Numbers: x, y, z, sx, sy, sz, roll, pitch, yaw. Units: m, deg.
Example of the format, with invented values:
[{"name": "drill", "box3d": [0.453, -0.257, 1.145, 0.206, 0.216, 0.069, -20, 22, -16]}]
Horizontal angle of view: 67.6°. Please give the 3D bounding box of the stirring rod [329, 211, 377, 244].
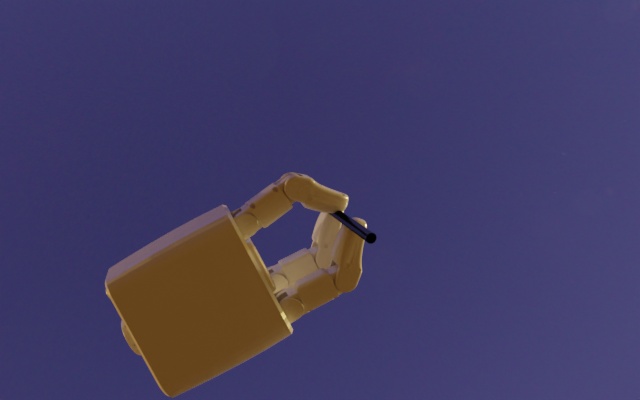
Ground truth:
[{"name": "stirring rod", "box3d": [0.000, 0.001, 0.447, 0.011, 0.011, 0.239, 0, 12, -18]}]
